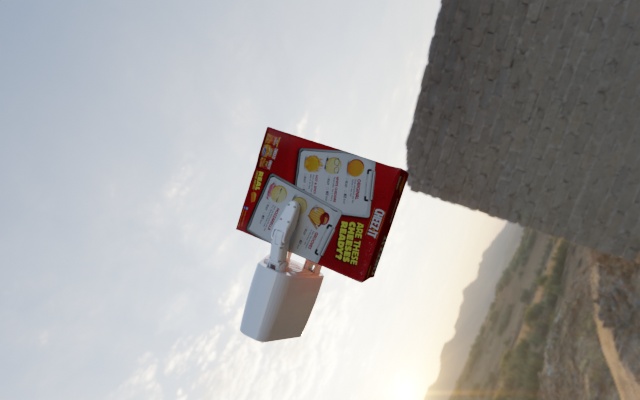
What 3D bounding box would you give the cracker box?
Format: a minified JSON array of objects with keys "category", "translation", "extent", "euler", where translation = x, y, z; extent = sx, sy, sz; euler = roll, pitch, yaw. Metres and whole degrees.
[{"category":"cracker box","translation":[0.000,0.002,0.698],"extent":[0.213,0.164,0.072],"euler":[20,6,21]}]
